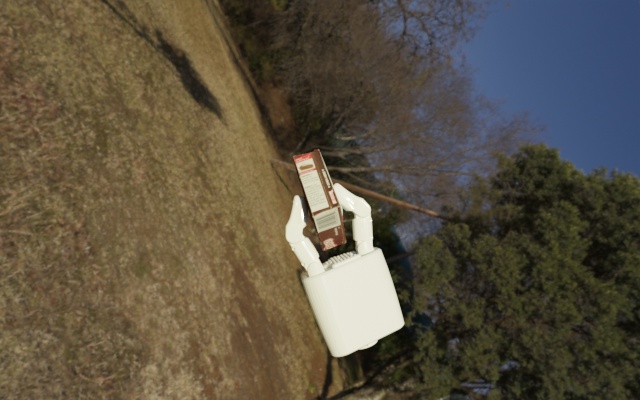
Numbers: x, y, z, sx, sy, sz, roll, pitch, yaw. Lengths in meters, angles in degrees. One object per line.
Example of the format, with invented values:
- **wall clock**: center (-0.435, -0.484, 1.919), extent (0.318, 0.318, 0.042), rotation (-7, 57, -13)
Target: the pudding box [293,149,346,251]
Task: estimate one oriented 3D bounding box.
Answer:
- **pudding box**: center (0.000, 0.002, 0.619), extent (0.039, 0.090, 0.114), rotation (-18, -28, -4)
